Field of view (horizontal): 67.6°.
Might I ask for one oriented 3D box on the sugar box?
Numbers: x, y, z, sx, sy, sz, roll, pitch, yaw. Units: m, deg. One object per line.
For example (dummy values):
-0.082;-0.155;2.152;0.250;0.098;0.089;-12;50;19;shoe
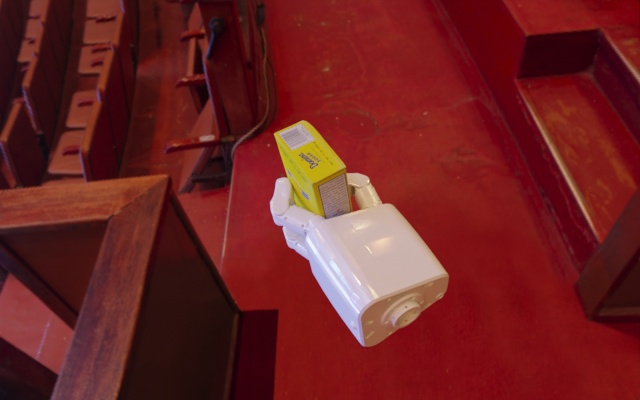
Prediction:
0.000;0.002;0.556;0.048;0.176;0.093;-26;51;-13;sugar box
